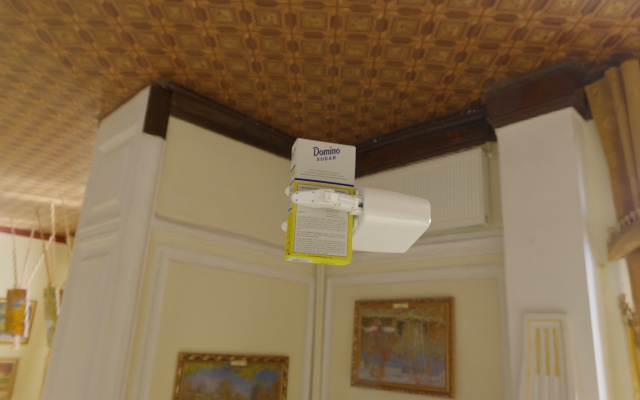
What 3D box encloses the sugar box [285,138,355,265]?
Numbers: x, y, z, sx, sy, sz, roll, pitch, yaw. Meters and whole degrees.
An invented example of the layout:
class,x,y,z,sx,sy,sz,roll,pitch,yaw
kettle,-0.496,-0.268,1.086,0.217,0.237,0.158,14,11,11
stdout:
class,x,y,z,sx,sy,sz,roll,pitch,yaw
sugar box,0.000,0.003,0.702,0.093,0.176,0.048,7,-17,-13
